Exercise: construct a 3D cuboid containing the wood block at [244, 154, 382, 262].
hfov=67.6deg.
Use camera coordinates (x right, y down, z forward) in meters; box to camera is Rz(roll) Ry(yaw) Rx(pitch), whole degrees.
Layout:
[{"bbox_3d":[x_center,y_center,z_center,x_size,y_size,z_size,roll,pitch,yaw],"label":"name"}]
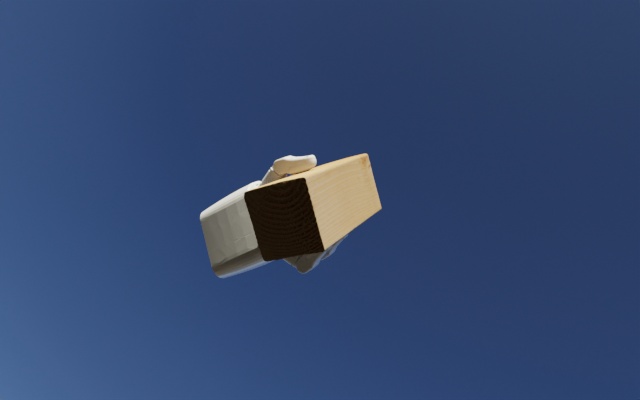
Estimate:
[{"bbox_3d":[0.000,0.002,0.643,0.090,0.091,0.206,-13,7,27],"label":"wood block"}]
